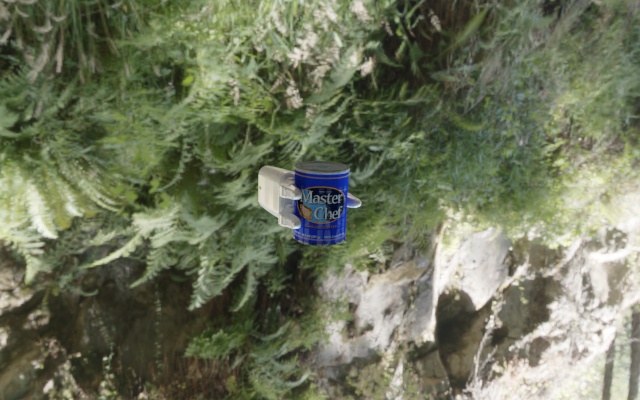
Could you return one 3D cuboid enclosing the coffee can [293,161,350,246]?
[{"bbox_3d":[0.000,0.003,0.900,0.103,0.140,0.102,2,14,-1],"label":"coffee can"}]
